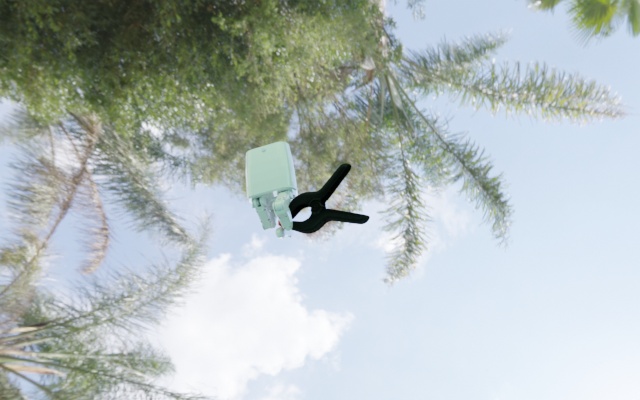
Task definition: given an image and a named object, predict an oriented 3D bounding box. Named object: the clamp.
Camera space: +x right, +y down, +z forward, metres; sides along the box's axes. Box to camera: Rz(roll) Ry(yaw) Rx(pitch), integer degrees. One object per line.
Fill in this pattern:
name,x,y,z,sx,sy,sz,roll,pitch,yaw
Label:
clamp,0.000,0.003,0.886,0.171,0.120,0.039,-14,-26,14
